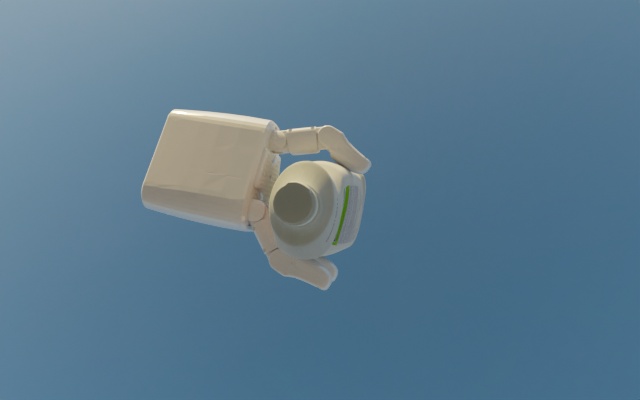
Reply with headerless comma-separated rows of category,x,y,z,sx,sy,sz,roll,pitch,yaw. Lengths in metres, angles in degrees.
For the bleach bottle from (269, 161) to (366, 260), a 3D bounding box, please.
bleach bottle,0.000,0.002,0.450,0.068,0.102,0.251,8,-3,9
